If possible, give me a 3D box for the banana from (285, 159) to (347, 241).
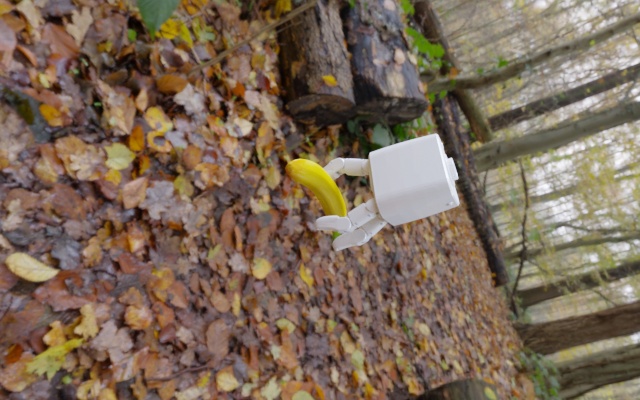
[{"bbox_3d":[0.002,-0.010,0.726,0.037,0.069,0.198,-13,-43,20],"label":"banana"}]
